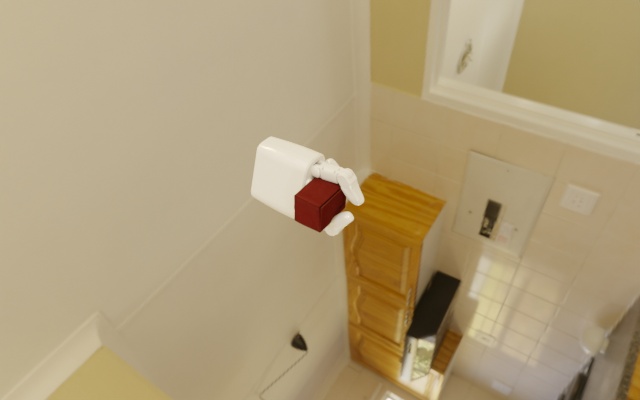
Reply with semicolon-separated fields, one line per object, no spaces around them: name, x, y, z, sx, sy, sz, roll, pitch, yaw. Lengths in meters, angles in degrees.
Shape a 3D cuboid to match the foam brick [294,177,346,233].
foam brick;0.000;0.003;0.754;0.051;0.053;0.078;24;43;24
